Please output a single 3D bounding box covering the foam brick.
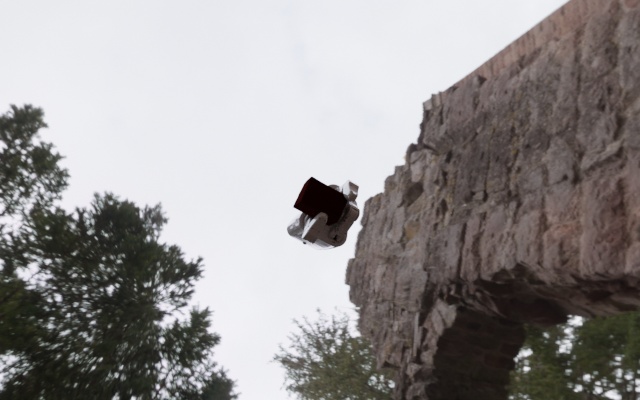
[{"bbox_3d":[0.000,0.003,0.837,0.078,0.053,0.051,29,-18,-12],"label":"foam brick"}]
